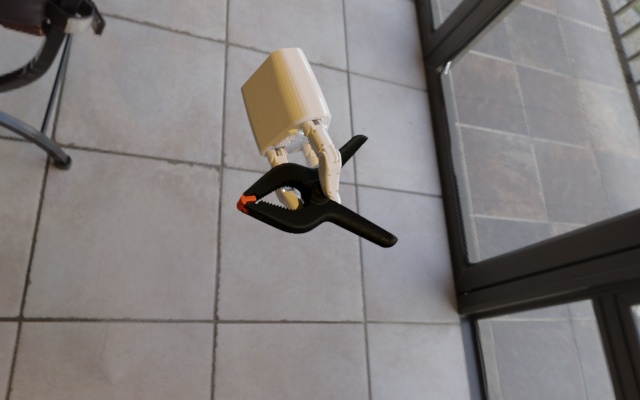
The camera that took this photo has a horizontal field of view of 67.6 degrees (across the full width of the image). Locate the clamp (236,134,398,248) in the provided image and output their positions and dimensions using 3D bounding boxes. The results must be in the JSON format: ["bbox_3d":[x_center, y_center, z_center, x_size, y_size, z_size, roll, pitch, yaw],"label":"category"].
[{"bbox_3d":[0.000,0.002,0.614,0.210,0.164,0.036,-13,-16,-27],"label":"clamp"}]
